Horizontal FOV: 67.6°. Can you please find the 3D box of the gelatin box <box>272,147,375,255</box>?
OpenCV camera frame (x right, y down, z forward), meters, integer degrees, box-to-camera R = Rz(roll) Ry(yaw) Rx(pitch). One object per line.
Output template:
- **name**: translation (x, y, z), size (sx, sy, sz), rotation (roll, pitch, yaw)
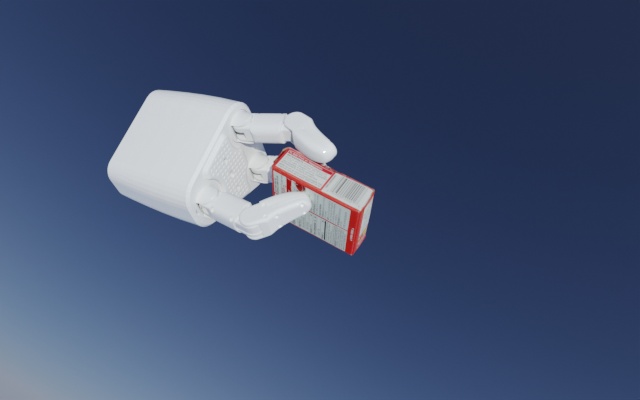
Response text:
- **gelatin box**: translation (0.000, 0.002, 0.423), size (0.089, 0.030, 0.073), rotation (28, -32, 16)
